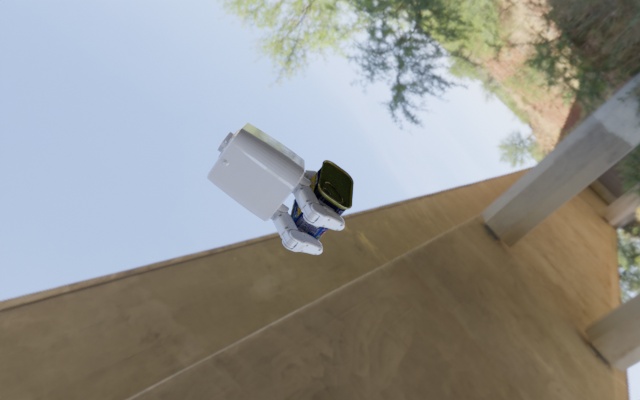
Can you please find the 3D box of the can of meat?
[{"bbox_3d":[0.000,0.002,0.700,0.057,0.084,0.102,34,29,-14],"label":"can of meat"}]
